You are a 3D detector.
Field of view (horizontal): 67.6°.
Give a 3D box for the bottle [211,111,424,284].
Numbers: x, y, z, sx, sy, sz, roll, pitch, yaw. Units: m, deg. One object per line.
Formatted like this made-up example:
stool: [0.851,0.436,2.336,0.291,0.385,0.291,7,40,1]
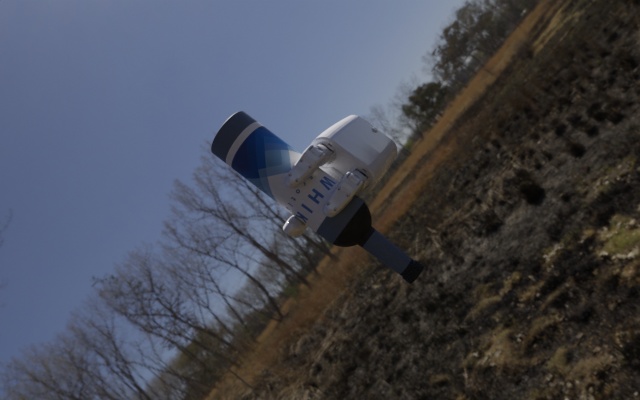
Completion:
bottle: [0.000,0.002,0.590,0.295,0.069,0.069,37,4,6]
